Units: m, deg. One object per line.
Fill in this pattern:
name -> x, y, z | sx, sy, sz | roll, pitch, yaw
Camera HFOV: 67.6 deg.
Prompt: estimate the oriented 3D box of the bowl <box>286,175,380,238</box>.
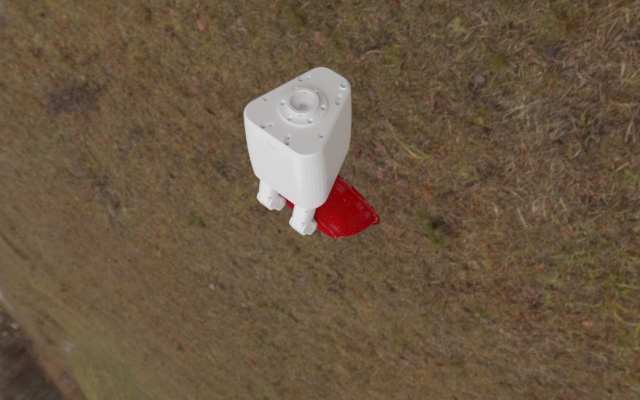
bowl -> 0.000, 0.003, 0.648 | 0.162, 0.055, 0.162 | 37, -9, 7
